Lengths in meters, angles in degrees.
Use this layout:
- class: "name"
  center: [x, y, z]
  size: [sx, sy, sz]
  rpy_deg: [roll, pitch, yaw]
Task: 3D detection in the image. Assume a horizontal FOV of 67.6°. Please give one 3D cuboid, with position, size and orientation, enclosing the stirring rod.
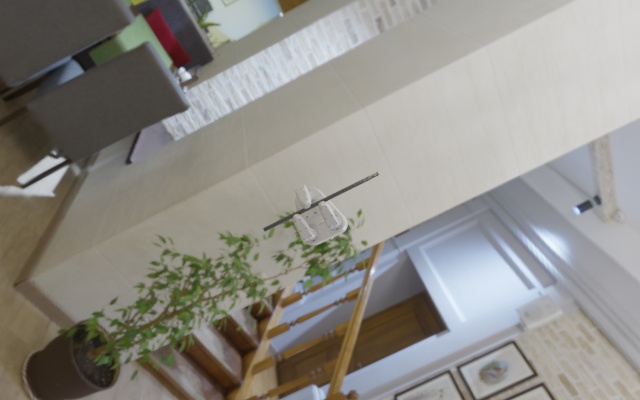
- class: "stirring rod"
  center: [0.000, 0.003, 0.899]
  size: [0.239, 0.011, 0.011]
  rpy_deg: [-26, -2, 5]
